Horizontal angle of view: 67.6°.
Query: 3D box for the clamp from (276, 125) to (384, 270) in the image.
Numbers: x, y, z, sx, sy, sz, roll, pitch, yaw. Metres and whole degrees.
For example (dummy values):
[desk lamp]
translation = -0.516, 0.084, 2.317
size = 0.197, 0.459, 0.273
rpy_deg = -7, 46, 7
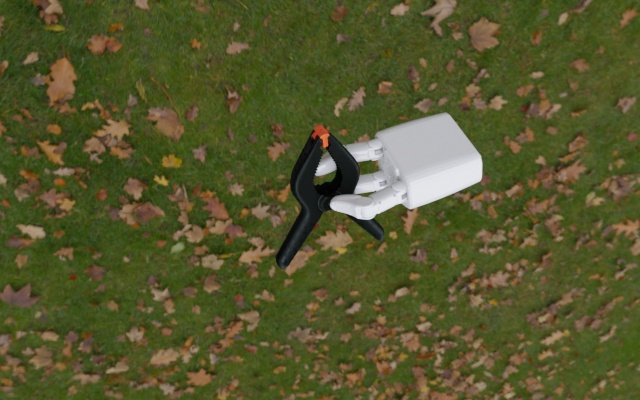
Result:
[clamp]
translation = 0.000, 0.002, 0.640
size = 0.164, 0.210, 0.036
rpy_deg = -21, 38, -9
